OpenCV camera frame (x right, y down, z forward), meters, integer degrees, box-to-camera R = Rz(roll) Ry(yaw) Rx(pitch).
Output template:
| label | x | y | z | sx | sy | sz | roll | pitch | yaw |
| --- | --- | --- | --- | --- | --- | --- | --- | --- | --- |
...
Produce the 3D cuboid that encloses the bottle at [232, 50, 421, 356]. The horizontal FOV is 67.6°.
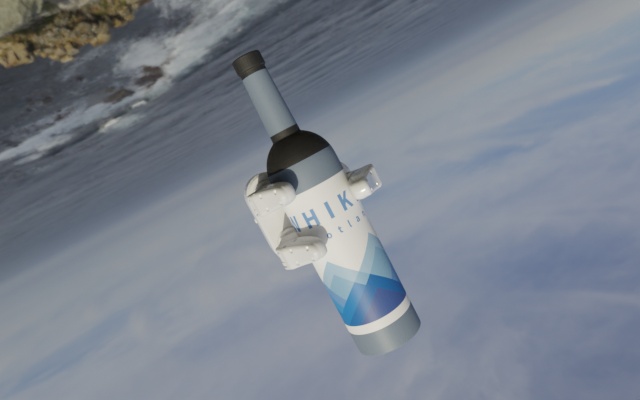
| label | x | y | z | sx | sy | sz | roll | pitch | yaw |
| --- | --- | --- | --- | --- | --- | --- | --- | --- | --- |
| bottle | 0.000 | 0.002 | 0.445 | 0.069 | 0.296 | 0.069 | -27 | 8 | 4 |
